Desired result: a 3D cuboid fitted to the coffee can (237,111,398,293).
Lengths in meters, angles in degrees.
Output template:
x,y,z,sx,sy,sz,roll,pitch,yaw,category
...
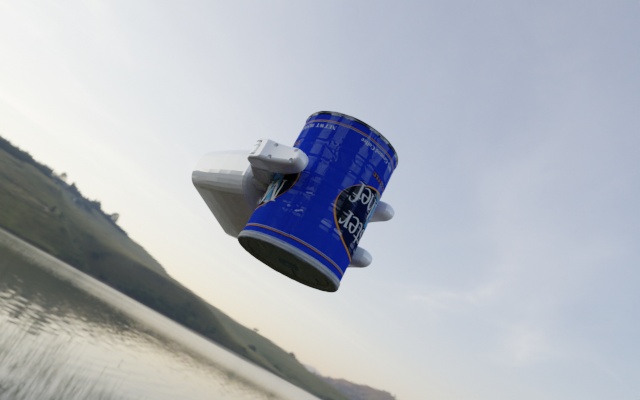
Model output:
x,y,z,sx,sy,sz,roll,pitch,yaw,category
0.000,0.002,0.456,0.103,0.140,0.103,25,-20,10,coffee can
